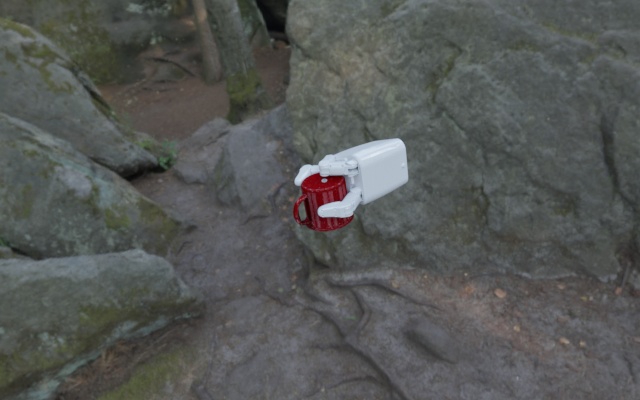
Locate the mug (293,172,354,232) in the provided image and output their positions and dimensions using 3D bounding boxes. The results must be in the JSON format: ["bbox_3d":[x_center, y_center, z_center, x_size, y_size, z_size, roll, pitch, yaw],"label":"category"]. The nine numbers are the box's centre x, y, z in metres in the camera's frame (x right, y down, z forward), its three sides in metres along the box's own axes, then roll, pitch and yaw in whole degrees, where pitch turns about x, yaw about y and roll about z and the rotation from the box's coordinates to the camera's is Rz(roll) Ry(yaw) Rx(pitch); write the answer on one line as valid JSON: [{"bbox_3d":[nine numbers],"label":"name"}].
[{"bbox_3d":[-0.001,0.003,0.868,0.117,0.081,0.093,-24,30,-26],"label":"mug"}]
